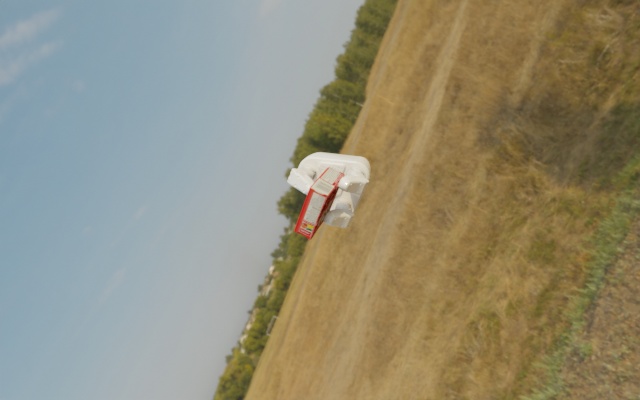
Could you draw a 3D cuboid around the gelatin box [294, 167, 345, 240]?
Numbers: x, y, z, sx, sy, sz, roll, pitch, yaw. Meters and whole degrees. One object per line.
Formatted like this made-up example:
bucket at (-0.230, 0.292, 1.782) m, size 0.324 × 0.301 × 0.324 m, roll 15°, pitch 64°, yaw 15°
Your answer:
gelatin box at (0.000, 0.002, 0.669) m, size 0.030 × 0.073 × 0.089 m, roll 26°, pitch 28°, yaw 7°
